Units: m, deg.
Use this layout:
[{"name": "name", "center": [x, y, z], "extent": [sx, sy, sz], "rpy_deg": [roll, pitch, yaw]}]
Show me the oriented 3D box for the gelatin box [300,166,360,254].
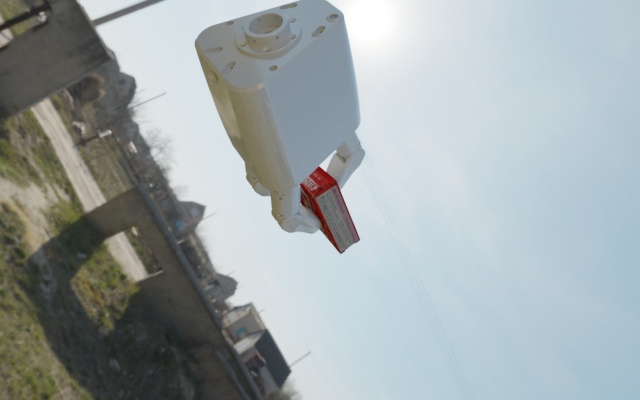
[{"name": "gelatin box", "center": [0.001, 0.002, 0.489], "extent": [0.030, 0.089, 0.073], "rpy_deg": [-34, 42, -9]}]
